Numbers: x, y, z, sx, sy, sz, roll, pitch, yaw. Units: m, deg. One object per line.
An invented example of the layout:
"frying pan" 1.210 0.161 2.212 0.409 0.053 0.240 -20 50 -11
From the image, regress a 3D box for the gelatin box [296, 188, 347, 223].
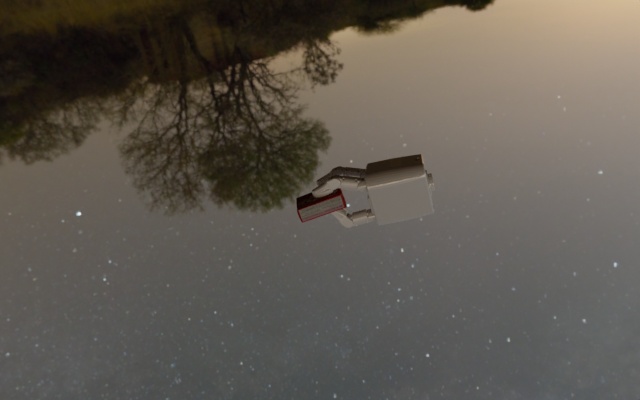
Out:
"gelatin box" 0.000 0.003 0.890 0.089 0.030 0.073 -20 19 3
